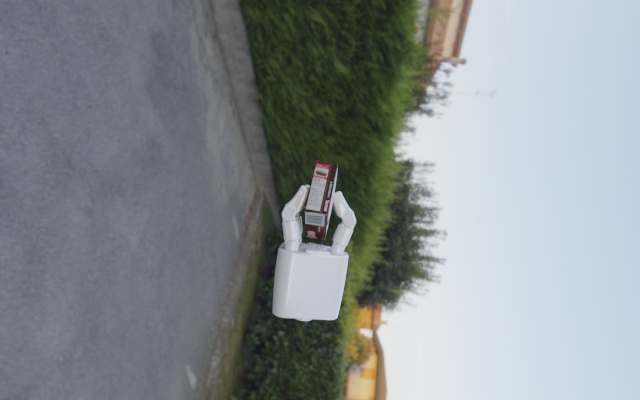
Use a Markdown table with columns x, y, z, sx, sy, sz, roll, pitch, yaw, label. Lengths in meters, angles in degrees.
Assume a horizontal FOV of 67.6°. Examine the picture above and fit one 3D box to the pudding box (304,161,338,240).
| x | y | z | sx | sy | sz | roll | pitch | yaw | label |
| --- | --- | --- | --- | --- | --- | --- | --- | --- | --- |
| 0.000 | 0.003 | 0.767 | 0.039 | 0.090 | 0.113 | 11 | -24 | 1 | pudding box |
